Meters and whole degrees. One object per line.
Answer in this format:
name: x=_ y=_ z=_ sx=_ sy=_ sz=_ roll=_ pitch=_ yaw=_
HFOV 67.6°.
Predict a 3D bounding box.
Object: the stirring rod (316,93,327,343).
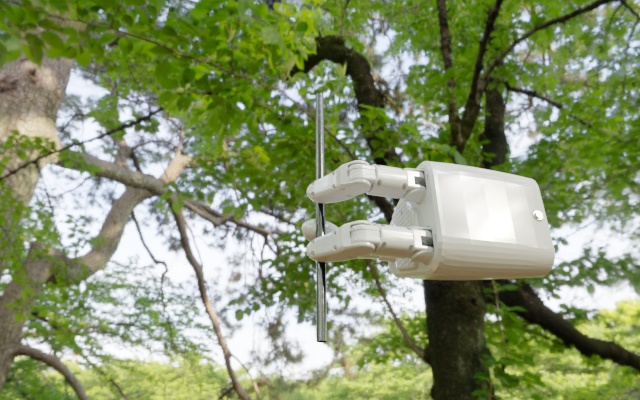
stirring rod: x=0.000 y=0.001 z=0.420 sx=0.011 sy=0.239 sz=0.011 roll=0 pitch=-28 yaw=0
